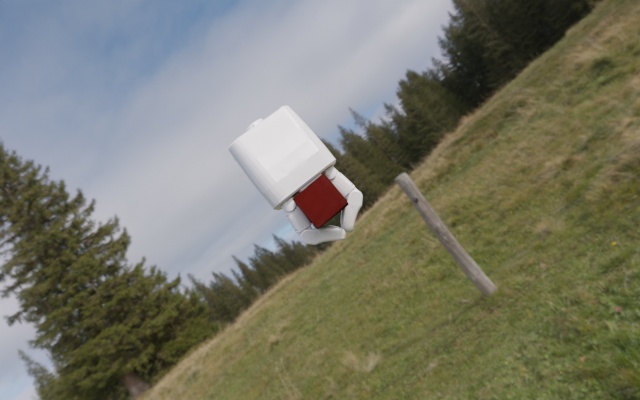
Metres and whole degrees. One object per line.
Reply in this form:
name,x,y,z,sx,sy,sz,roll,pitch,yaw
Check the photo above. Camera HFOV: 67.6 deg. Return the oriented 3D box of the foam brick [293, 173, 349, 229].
foam brick,0.000,0.002,0.632,0.053,0.051,0.078,-39,-1,-1
